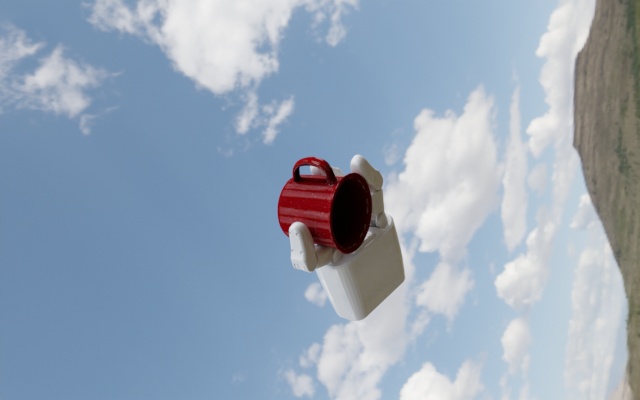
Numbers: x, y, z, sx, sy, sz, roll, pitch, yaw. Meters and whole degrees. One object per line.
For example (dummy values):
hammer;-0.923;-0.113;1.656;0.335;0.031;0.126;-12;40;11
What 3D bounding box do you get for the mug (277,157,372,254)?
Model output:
mug;-0.001;0.001;0.558;0.081;0.117;0.093;6;40;34
